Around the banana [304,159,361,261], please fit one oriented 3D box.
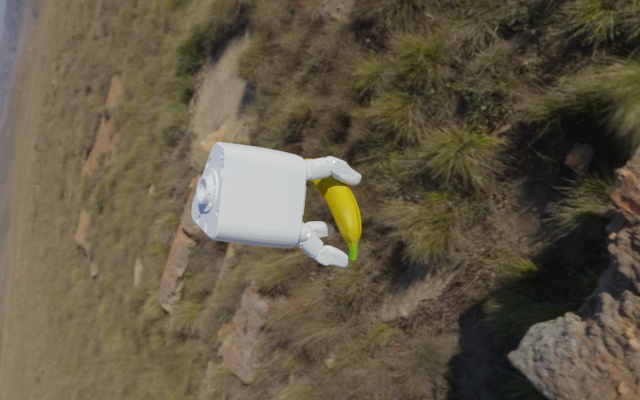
[{"bbox_3d":[0.010,-0.009,0.669,0.037,0.070,0.197,6,39,-35],"label":"banana"}]
